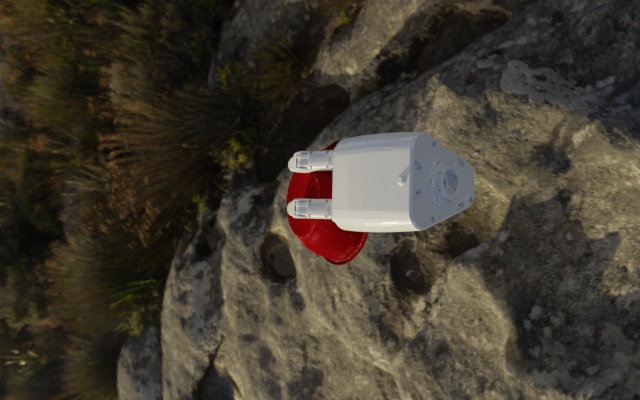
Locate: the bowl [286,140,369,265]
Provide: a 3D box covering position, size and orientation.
[{"bbox_3d":[-0.001,0.002,0.608,0.055,0.162,0.162,2,-1,-29],"label":"bowl"}]
